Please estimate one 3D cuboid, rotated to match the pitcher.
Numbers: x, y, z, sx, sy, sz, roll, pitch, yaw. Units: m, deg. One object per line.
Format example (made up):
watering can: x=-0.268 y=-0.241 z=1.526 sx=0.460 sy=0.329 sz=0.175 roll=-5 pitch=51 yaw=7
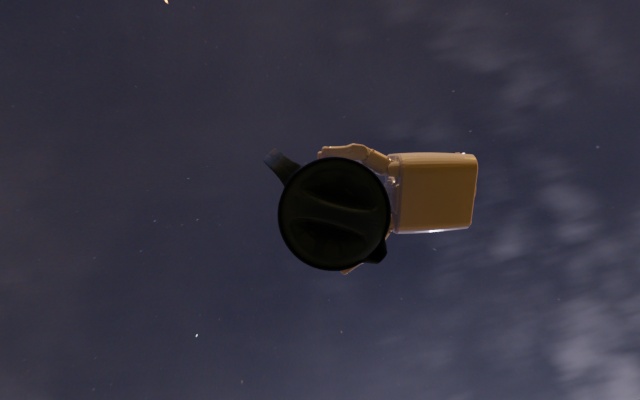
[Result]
pitcher: x=0.000 y=0.002 z=0.664 sx=0.145 sy=0.149 sz=0.243 roll=-4 pitch=4 yaw=-5
